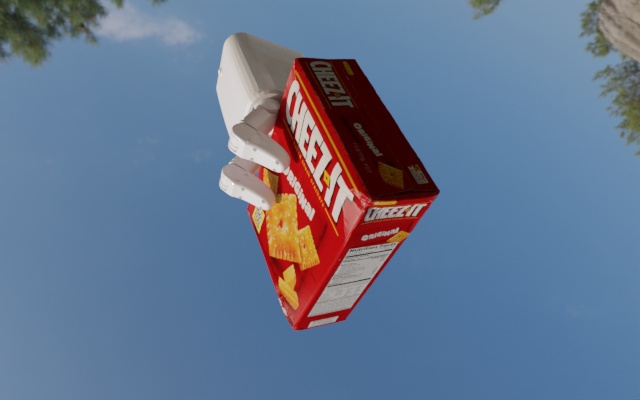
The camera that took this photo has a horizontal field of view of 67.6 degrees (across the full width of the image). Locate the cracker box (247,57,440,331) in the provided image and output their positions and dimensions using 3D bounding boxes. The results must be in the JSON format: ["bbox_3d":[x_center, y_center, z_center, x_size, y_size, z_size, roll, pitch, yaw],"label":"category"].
[{"bbox_3d":[0.000,0.002,0.456,0.072,0.164,0.214,-7,-36,-27],"label":"cracker box"}]
